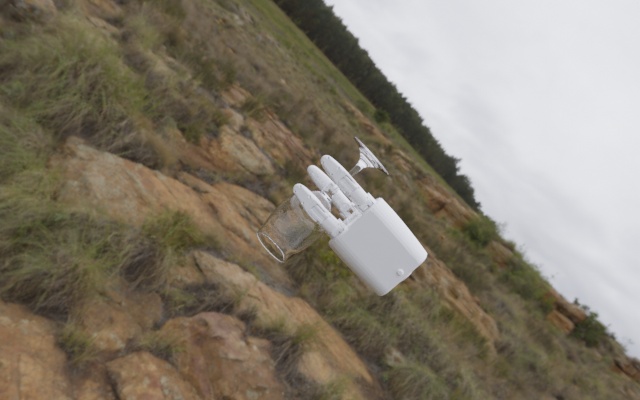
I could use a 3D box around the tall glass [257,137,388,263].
[{"bbox_3d":[0.001,0.002,0.696,0.201,0.079,0.079,-42,-4,5],"label":"tall glass"}]
